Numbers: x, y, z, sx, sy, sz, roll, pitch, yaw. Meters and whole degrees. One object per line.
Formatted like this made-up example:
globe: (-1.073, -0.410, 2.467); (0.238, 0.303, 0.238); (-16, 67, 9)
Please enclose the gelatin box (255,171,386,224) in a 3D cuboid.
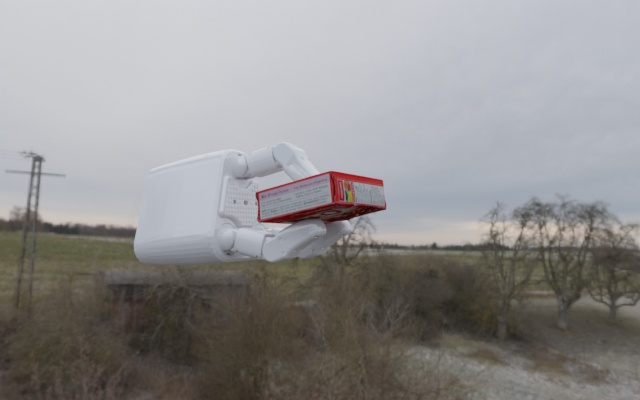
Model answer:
gelatin box: (0.000, 0.001, 0.412); (0.089, 0.030, 0.073); (-15, -14, 38)
